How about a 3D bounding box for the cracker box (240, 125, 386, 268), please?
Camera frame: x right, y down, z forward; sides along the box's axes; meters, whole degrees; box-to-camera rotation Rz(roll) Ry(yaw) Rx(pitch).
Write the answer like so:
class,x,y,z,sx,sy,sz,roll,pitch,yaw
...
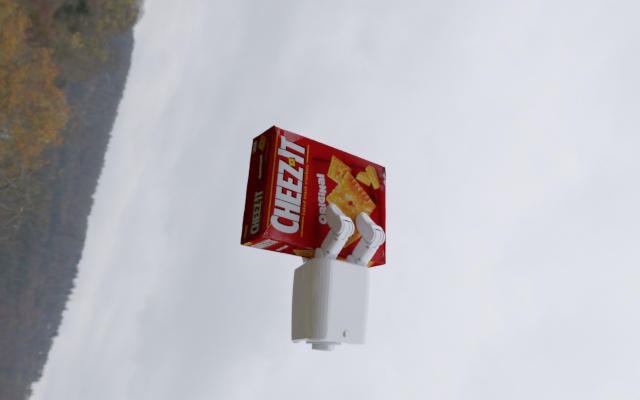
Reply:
class,x,y,z,sx,sy,sz,roll,pitch,yaw
cracker box,0.000,0.002,0.705,0.214,0.164,0.072,17,-24,-32
